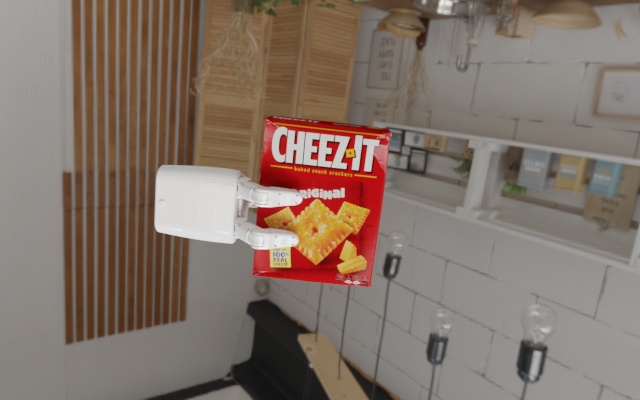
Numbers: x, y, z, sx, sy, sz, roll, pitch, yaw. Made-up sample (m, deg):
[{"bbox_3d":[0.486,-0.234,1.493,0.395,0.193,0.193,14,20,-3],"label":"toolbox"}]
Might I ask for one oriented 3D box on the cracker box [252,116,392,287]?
[{"bbox_3d":[0.000,0.002,0.644,0.164,0.214,0.072,6,12,1],"label":"cracker box"}]
